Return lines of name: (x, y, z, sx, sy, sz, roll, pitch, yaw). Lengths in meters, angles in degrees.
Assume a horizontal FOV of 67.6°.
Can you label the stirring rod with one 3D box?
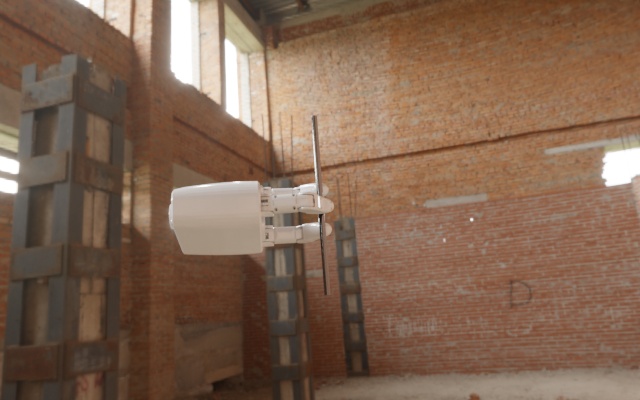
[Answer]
stirring rod: (0.000, 0.002, 0.626, 0.011, 0.239, 0.011, -4, -13, -1)
